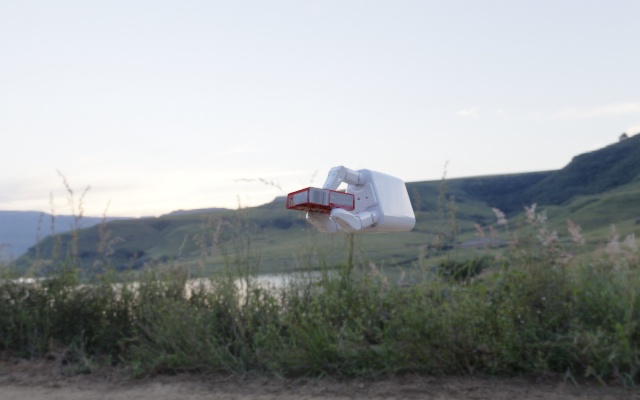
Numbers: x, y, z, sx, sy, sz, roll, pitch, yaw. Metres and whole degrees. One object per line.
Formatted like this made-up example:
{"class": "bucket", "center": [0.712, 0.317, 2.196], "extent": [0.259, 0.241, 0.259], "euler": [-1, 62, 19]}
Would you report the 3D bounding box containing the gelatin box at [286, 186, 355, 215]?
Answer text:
{"class": "gelatin box", "center": [0.000, 0.002, 0.778], "extent": [0.089, 0.030, 0.073], "euler": [10, -13, -31]}
